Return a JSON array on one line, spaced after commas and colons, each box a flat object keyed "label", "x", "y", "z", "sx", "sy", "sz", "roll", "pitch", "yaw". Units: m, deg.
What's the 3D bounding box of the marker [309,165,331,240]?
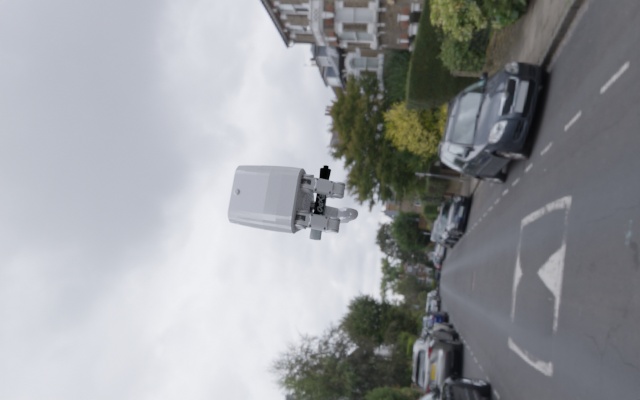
[{"label": "marker", "x": 0.000, "y": 0.002, "z": 0.758, "sx": 0.020, "sy": 0.121, "sz": 0.020, "roll": 8, "pitch": -11, "yaw": 2}]
